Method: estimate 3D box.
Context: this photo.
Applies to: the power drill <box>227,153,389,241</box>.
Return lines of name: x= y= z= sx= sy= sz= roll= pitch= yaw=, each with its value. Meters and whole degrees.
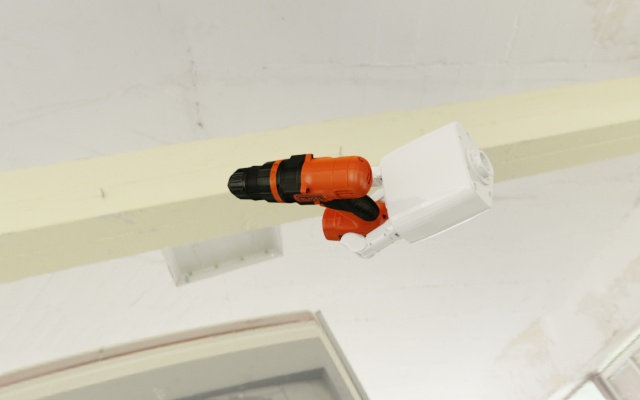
power drill: x=0.001 y=0.002 z=0.608 sx=0.184 sy=0.057 sz=0.188 roll=-1 pitch=-20 yaw=28
